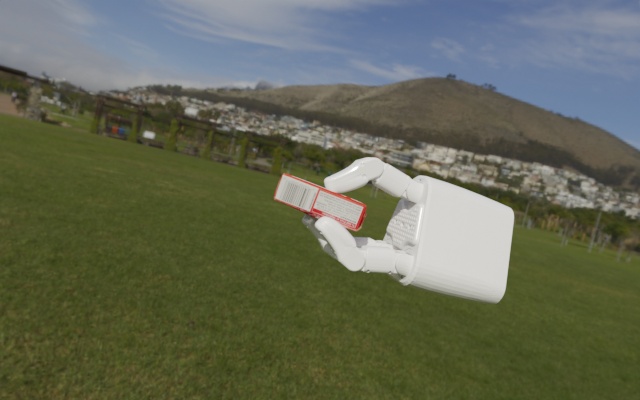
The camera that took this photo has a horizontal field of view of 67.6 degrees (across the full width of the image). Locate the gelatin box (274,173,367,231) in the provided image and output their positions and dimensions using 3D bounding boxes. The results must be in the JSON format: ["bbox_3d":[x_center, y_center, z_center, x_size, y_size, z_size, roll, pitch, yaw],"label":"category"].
[{"bbox_3d":[0.000,0.001,0.487,0.089,0.030,0.073,21,2,-1],"label":"gelatin box"}]
